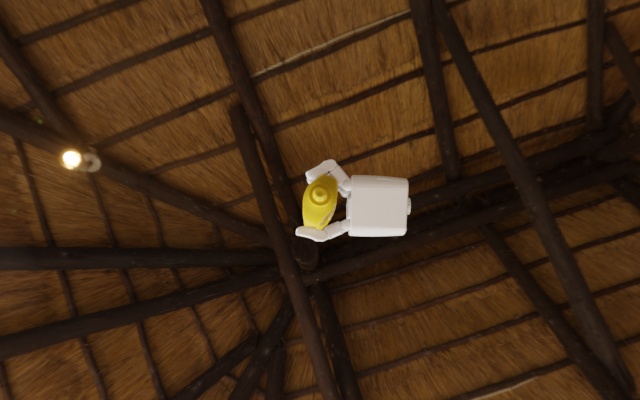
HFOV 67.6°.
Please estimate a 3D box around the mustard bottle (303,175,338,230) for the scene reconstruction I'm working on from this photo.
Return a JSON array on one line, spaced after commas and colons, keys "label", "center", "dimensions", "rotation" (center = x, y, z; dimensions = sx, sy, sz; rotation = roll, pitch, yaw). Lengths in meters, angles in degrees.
[{"label": "mustard bottle", "center": [0.000, 0.003, 0.892], "dimensions": [0.058, 0.096, 0.192], "rotation": [25, -9, 4]}]
